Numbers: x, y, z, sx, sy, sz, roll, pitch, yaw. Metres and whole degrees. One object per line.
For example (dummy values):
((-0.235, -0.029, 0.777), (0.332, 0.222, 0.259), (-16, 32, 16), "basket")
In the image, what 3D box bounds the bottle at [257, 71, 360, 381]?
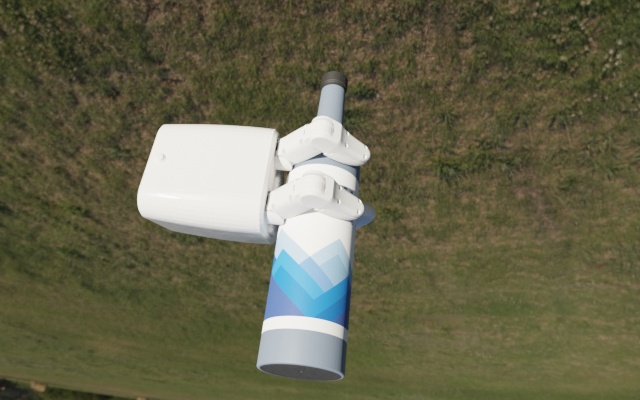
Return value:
((0.000, 0.002, 0.429), (0.069, 0.295, 0.069), (5, -29, 3), "bottle")
